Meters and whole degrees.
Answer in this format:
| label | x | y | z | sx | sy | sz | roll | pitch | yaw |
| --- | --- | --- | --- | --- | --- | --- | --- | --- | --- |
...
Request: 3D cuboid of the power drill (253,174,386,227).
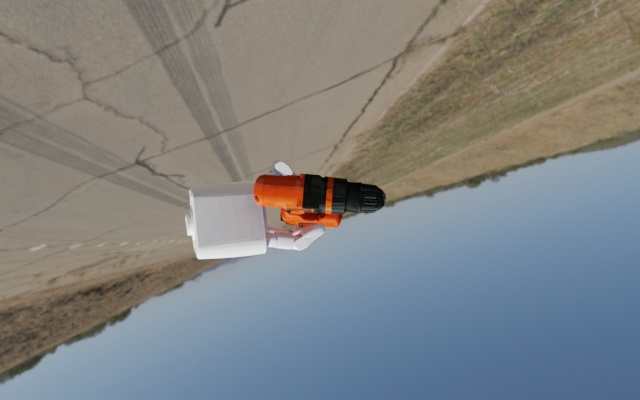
| label | x | y | z | sx | sy | sz | roll | pitch | yaw |
| --- | --- | --- | --- | --- | --- | --- | --- | --- | --- |
| power drill | 0.000 | 0.003 | 0.735 | 0.184 | 0.057 | 0.188 | 6 | -11 | 2 |
